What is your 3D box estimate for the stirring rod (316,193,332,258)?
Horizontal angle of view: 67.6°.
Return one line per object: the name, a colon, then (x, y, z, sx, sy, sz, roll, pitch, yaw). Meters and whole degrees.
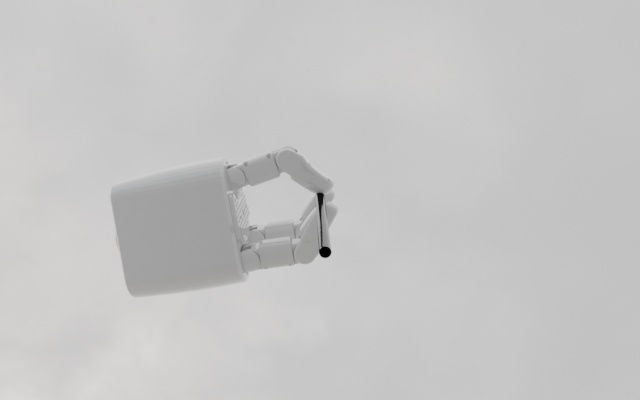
stirring rod: (0.000, 0.001, 0.420, 0.011, 0.011, 0.239, 0, 15, -1)
